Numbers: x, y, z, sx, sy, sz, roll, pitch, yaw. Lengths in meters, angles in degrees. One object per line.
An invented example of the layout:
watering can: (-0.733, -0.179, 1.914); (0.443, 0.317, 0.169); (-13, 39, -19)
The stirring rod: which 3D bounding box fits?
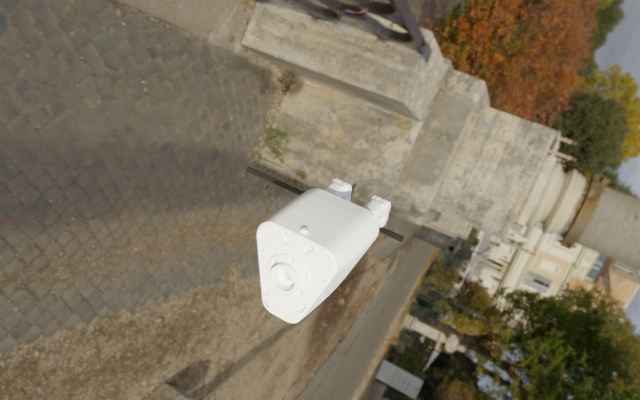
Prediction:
stirring rod: (0.000, 0.002, 0.642); (0.239, 0.011, 0.011); (24, 8, 19)
